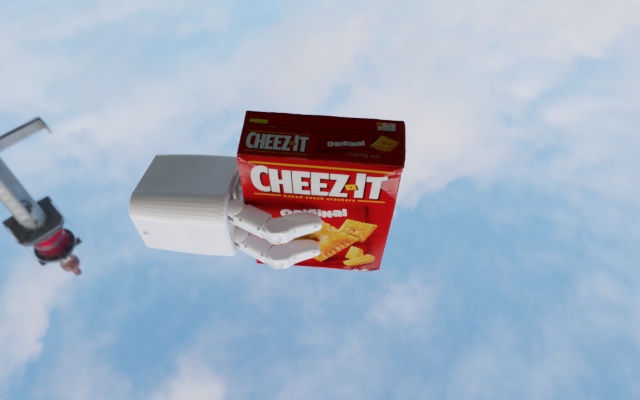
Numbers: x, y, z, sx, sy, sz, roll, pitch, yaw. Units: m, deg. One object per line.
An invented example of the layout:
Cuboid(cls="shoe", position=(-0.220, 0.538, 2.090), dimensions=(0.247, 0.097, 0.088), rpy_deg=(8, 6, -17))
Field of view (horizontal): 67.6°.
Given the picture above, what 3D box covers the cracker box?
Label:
Cuboid(cls="cracker box", position=(0.000, 0.002, 0.549), dimensions=(0.164, 0.072, 0.214), rpy_deg=(4, -35, 2))
